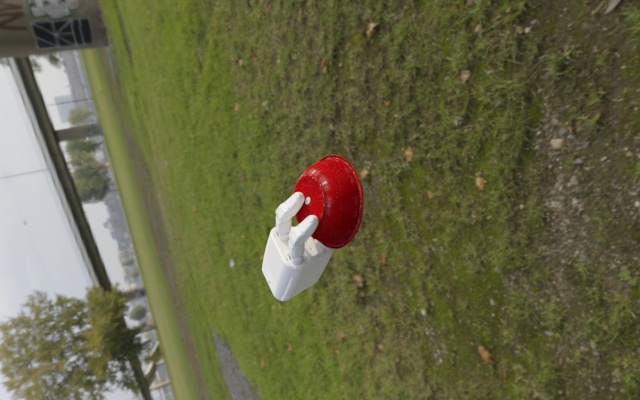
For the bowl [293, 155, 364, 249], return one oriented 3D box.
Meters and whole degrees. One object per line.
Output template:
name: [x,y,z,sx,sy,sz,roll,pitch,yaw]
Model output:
bowl: [0.000,0.001,0.803,0.055,0.162,0.162,-1,1,-36]
